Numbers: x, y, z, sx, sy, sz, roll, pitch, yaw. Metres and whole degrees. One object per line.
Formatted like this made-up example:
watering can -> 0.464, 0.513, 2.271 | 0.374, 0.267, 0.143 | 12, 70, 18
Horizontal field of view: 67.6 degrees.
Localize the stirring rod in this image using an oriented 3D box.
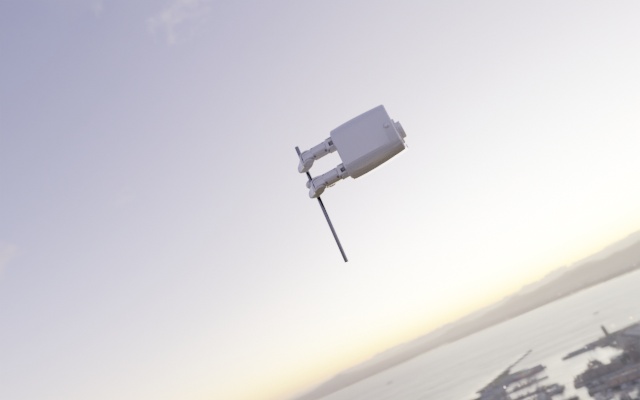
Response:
stirring rod -> 0.000, 0.003, 0.872 | 0.011, 0.239, 0.011 | -21, -19, -8
